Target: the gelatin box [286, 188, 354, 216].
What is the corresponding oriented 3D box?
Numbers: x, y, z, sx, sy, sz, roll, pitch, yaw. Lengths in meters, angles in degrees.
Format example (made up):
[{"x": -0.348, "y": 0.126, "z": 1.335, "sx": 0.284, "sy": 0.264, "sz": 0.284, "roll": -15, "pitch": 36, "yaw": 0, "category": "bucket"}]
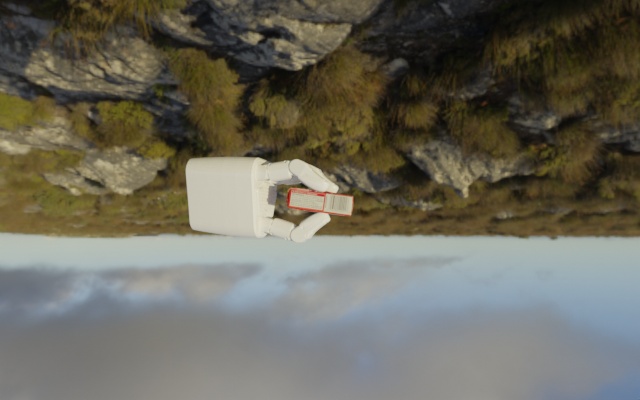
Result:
[{"x": 0.000, "y": 0.003, "z": 0.666, "sx": 0.089, "sy": 0.030, "sz": 0.073, "roll": 8, "pitch": -2, "yaw": 2, "category": "gelatin box"}]
